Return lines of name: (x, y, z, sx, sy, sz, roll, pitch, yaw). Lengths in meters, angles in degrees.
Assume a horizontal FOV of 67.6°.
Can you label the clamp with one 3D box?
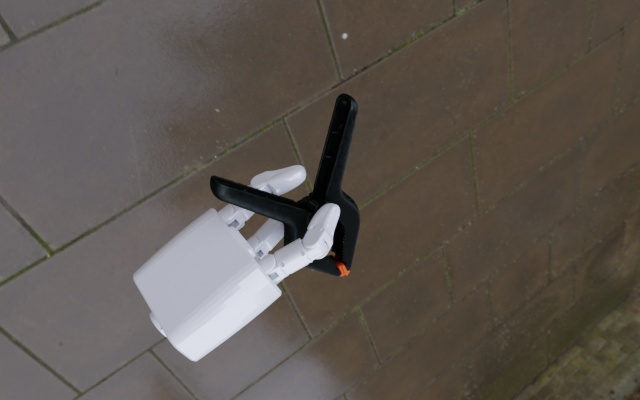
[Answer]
clamp: (0.001, 0.003, 0.507, 0.164, 0.210, 0.036, -39, 42, -10)
